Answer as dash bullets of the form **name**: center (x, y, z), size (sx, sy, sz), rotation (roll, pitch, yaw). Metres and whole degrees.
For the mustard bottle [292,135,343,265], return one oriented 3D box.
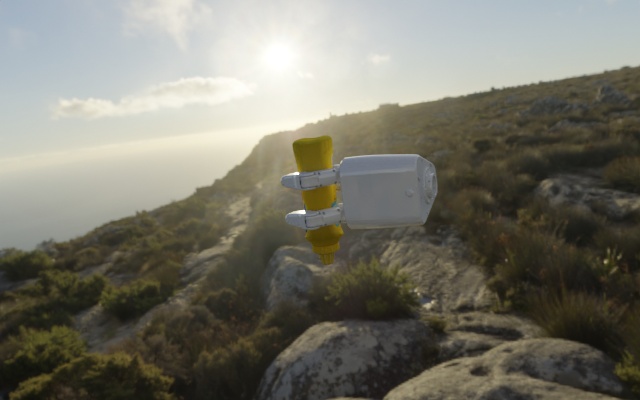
- **mustard bottle**: center (0.000, 0.002, 0.710), size (0.058, 0.192, 0.096), rotation (-7, 10, 3)
